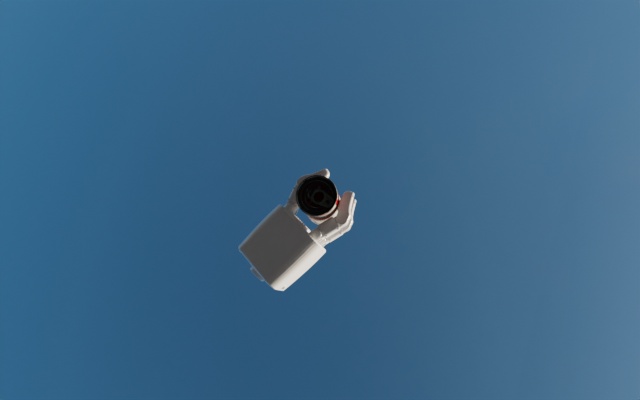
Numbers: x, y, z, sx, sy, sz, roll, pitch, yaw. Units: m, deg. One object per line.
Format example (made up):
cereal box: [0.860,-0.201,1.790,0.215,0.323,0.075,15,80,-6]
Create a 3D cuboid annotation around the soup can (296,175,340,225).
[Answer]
soup can: [0.000,0.002,0.813,0.068,0.068,0.102,0,-12,8]
